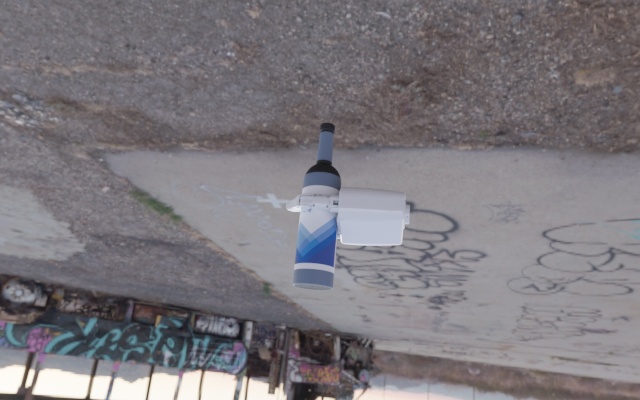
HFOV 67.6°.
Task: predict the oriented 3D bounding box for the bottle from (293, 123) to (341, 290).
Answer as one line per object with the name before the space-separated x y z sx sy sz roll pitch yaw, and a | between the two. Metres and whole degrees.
bottle | 0.000 0.003 0.828 0.069 0.295 0.069 5 -18 2
